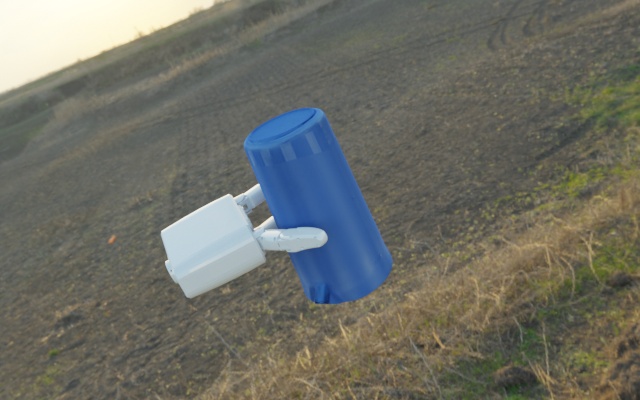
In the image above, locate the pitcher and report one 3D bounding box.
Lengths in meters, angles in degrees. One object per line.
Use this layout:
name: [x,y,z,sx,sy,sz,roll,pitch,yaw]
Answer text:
pitcher: [0.000,0.002,0.637,0.145,0.243,0.149,-27,25,-9]
